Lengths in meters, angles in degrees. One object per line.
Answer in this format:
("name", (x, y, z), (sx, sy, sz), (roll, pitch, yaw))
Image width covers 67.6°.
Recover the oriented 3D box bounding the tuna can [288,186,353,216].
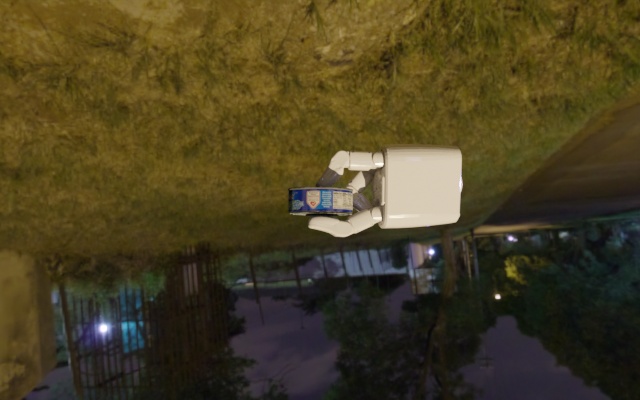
("tuna can", (0.000, 0.003, 0.628), (0.086, 0.034, 0.086), (1, -4, 0))
